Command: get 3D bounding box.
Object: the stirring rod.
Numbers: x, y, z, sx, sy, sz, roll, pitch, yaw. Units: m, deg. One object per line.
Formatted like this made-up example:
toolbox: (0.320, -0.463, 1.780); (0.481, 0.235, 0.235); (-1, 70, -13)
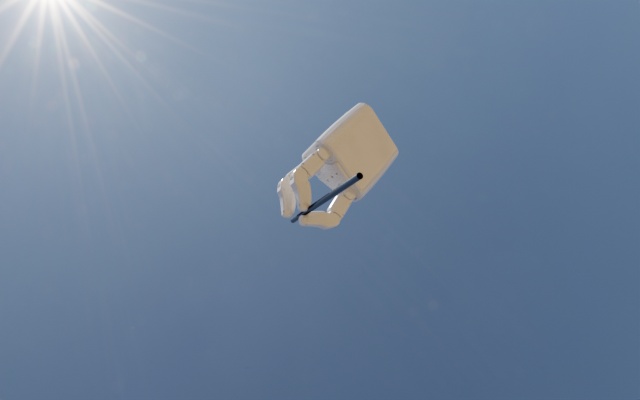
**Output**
stirring rod: (0.000, 0.002, 0.624); (0.011, 0.011, 0.239); (0, -14, -21)
